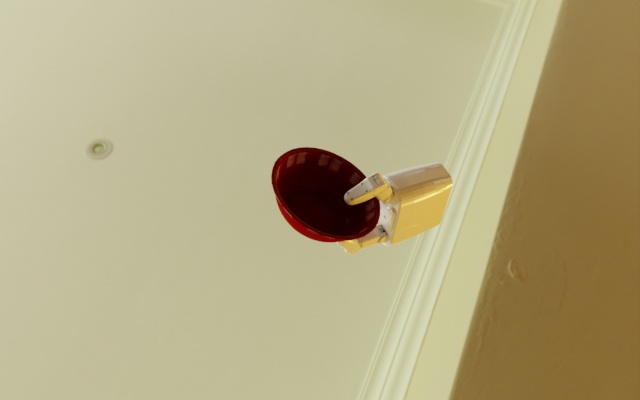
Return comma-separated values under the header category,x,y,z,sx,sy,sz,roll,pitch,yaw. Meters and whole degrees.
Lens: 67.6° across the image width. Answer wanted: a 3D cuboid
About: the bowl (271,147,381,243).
category,x,y,z,sx,sy,sz,roll,pitch,yaw
bowl,-0.001,0.002,0.663,0.162,0.162,0.055,0,-38,-31
